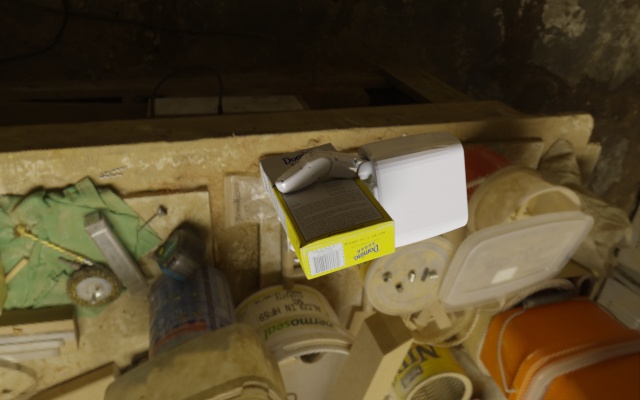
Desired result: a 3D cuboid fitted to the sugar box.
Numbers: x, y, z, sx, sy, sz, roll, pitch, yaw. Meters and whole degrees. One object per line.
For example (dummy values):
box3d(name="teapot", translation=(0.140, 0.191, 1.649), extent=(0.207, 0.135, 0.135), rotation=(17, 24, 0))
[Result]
box3d(name="sugar box", translation=(0.000, 0.002, 0.511), extent=(0.093, 0.048, 0.176), rotation=(-15, 33, -12))
